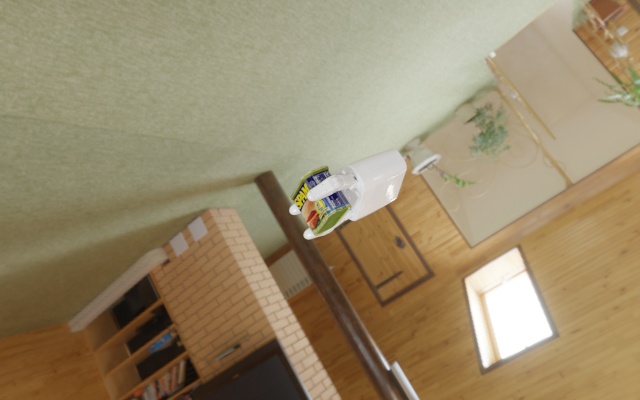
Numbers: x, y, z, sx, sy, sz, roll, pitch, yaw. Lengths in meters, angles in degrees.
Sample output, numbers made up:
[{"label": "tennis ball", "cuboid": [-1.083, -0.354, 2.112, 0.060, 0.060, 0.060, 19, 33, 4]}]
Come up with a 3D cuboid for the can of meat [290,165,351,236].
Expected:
[{"label": "can of meat", "cuboid": [0.000, 0.003, 0.831, 0.057, 0.084, 0.102, -23, -17, -30]}]
